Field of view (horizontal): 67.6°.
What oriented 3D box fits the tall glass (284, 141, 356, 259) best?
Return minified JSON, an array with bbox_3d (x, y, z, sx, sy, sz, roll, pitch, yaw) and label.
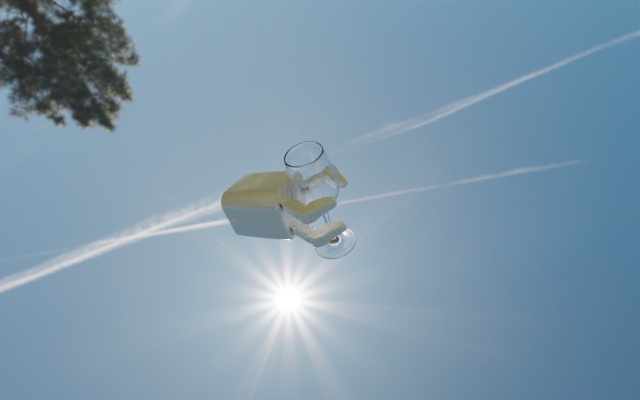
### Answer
[{"bbox_3d":[0.000,0.003,0.773,0.079,0.201,0.079,-11,41,10],"label":"tall glass"}]
